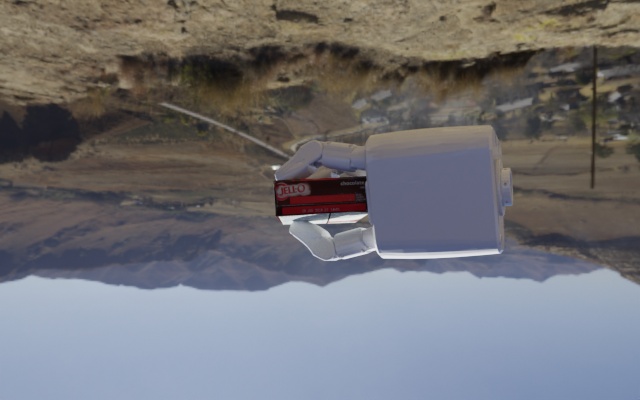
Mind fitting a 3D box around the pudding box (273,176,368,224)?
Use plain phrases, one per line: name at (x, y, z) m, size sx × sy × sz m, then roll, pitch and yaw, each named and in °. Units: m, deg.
pudding box at (0.000, 0.002, 0.486) m, size 0.090 × 0.039 × 0.113 m, roll -2°, pitch -8°, yaw -3°
